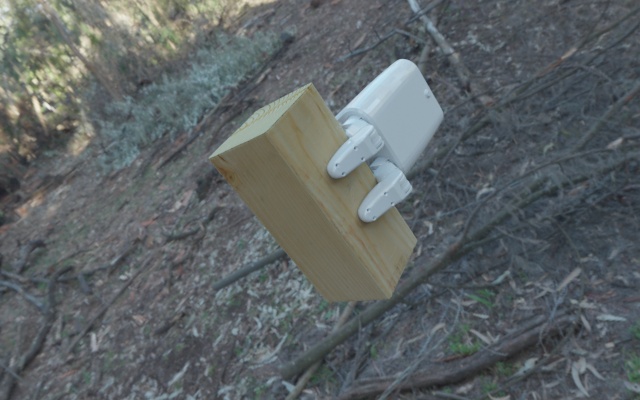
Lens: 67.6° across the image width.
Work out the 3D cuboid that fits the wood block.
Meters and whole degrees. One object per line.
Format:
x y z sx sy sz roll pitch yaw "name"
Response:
0.000 0.001 0.487 0.091 0.206 0.090 -14 31 44 "wood block"
